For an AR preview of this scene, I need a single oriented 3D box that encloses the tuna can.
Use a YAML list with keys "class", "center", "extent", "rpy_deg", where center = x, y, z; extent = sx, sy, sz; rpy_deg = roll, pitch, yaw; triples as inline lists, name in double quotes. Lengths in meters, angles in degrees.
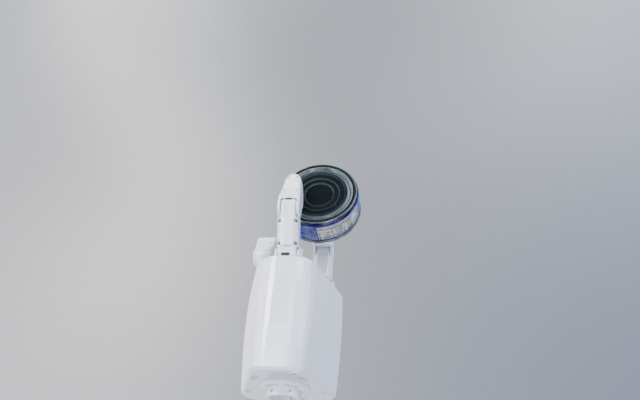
- class: "tuna can"
  center: [0.000, 0.001, 0.519]
  extent: [0.086, 0.086, 0.034]
  rpy_deg: [0, -39, 9]
